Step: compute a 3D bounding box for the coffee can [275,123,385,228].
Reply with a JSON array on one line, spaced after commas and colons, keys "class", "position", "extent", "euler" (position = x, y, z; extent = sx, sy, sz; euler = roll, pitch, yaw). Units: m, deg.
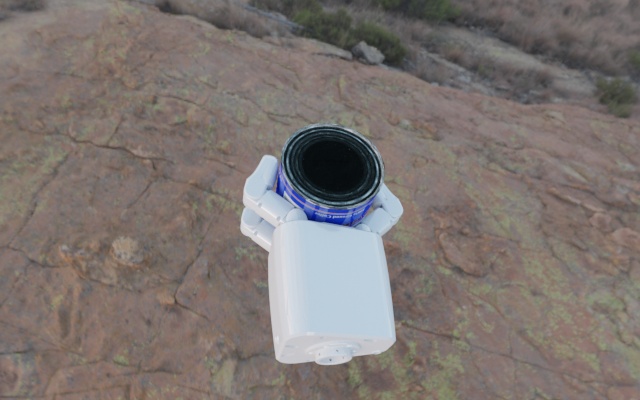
[{"class": "coffee can", "position": [0.000, 0.002, 0.514], "extent": [0.103, 0.102, 0.140], "euler": [0, -33, -12]}]
